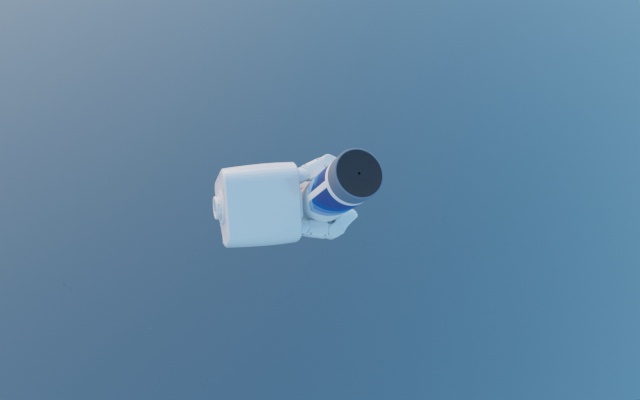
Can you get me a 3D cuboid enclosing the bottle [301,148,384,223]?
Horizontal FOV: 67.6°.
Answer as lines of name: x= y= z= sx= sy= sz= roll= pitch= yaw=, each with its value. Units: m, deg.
bottle: x=0.000 y=0.002 z=0.721 sx=0.069 sy=0.069 sz=0.296 roll=0 pitch=-14 yaw=-20
